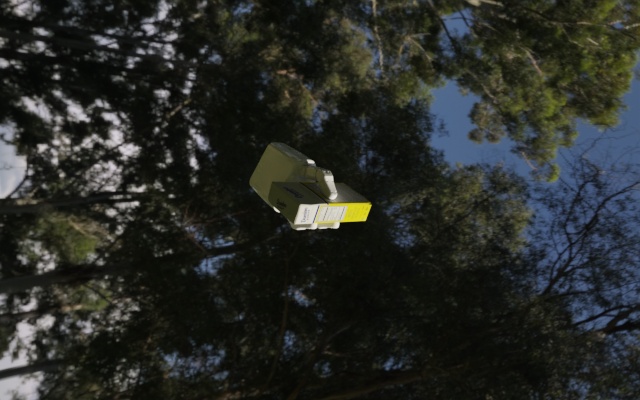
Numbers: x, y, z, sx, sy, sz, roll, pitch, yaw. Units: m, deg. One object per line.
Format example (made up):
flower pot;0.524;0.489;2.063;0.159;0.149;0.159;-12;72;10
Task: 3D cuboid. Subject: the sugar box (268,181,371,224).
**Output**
sugar box;0.000;0.003;0.879;0.176;0.048;0.093;-3;29;-40
